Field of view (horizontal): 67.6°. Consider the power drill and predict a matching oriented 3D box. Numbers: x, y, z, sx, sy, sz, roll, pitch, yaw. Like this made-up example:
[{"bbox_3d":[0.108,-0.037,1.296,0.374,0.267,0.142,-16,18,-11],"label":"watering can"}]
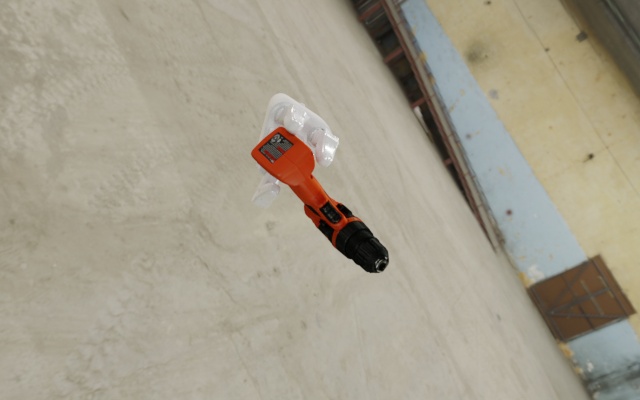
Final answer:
[{"bbox_3d":[0.000,0.002,0.617,0.184,0.057,0.188,39,-11,50],"label":"power drill"}]
